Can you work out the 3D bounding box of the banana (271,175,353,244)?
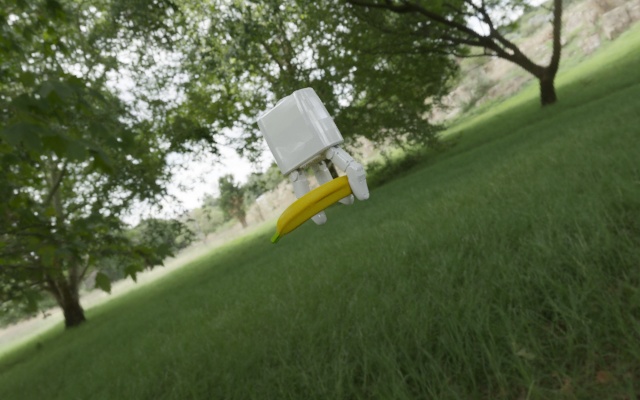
[{"bbox_3d":[0.002,-0.001,0.763,0.197,0.037,0.070,-31,-7,-21],"label":"banana"}]
